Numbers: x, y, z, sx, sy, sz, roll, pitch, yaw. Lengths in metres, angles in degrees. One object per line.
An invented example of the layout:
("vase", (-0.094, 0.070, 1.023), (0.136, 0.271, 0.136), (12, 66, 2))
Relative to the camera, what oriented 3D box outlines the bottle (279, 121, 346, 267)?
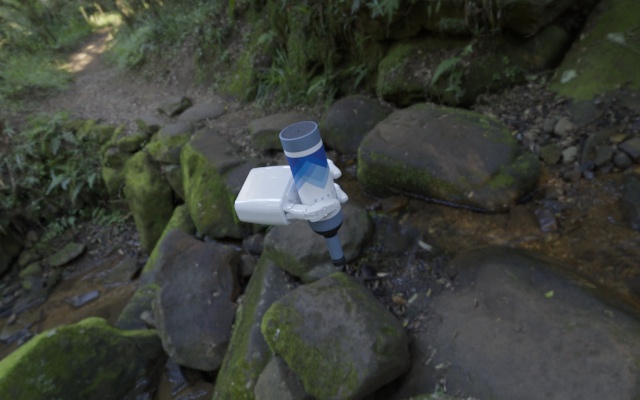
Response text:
("bottle", (0.000, 0.003, 0.875), (0.069, 0.296, 0.069), (-13, 31, 8))
